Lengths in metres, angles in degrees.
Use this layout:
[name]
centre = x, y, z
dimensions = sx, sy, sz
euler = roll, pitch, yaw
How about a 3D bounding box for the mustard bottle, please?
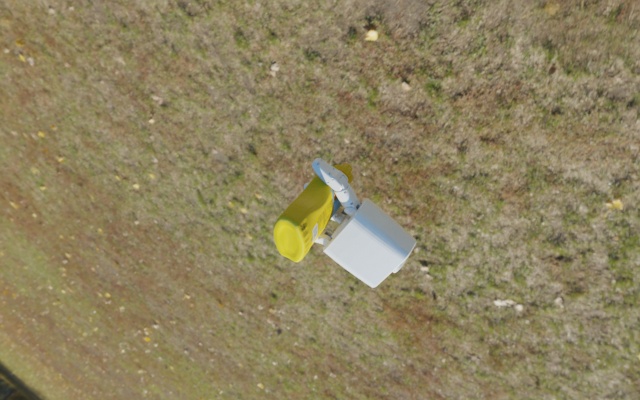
[mustard bottle]
centre = 0.000, 0.002, 0.761
dimensions = 0.058, 0.096, 0.191
euler = 24, 51, 20
